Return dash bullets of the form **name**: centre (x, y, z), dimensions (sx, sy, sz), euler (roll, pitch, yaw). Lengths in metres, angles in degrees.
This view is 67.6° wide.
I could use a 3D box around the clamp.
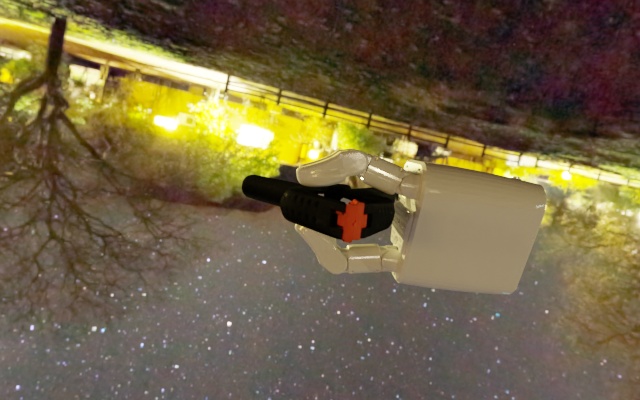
- **clamp**: centre (0.000, 0.002, 0.428), dimensions (0.164, 0.036, 0.210), euler (5, 7, -1)
